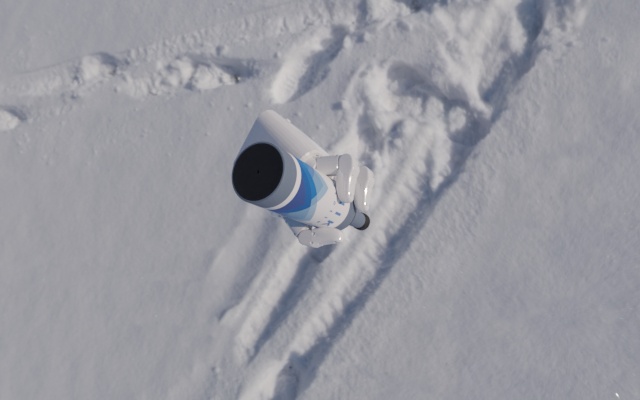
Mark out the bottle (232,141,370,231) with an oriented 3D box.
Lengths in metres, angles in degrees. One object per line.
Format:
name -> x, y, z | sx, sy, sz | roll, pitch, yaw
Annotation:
bottle -> 0.000, 0.002, 0.619 | 0.069, 0.069, 0.296 | 0, -12, 27
